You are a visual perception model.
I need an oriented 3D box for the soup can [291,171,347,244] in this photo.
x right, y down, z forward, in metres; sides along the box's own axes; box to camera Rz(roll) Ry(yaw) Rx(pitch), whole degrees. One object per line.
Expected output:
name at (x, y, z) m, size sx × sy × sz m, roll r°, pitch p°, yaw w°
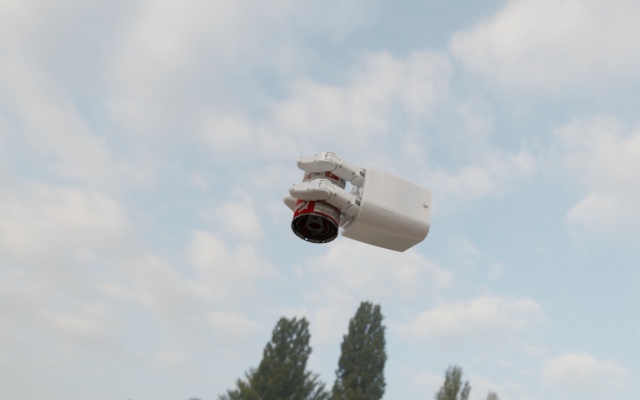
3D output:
soup can at (0.000, 0.002, 0.697) m, size 0.068 × 0.102 × 0.069 m, roll 7°, pitch -39°, yaw 6°
